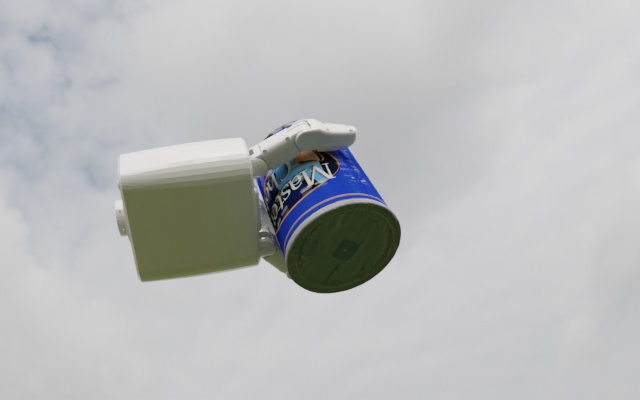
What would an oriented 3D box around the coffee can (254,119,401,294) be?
[{"bbox_3d":[0.000,0.001,0.452,0.103,0.103,0.140,0,37,-22],"label":"coffee can"}]
